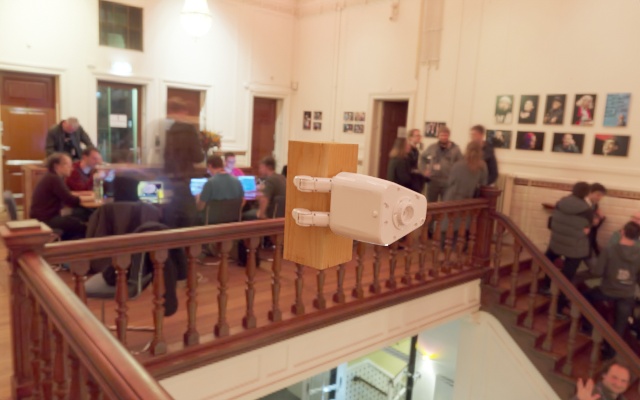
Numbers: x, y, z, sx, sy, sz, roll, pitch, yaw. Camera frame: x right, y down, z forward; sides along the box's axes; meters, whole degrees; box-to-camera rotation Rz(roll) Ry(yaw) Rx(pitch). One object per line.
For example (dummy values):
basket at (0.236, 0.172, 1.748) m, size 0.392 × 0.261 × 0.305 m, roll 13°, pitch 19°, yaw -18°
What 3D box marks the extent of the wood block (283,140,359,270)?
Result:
wood block at (0.001, 0.003, 0.824) m, size 0.090 × 0.206 × 0.091 m, roll 10°, pitch 11°, yaw 38°
